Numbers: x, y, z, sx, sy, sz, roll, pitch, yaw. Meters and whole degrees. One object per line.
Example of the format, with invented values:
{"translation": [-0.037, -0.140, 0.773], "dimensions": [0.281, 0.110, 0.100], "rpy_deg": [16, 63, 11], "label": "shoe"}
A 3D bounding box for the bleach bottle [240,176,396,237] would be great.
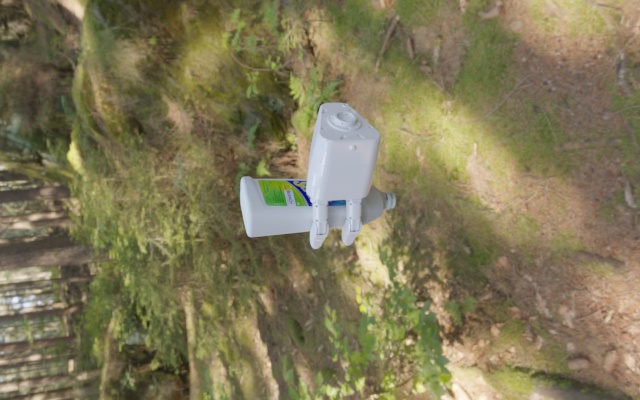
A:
{"translation": [0.000, 0.003, 0.786], "dimensions": [0.251, 0.068, 0.102], "rpy_deg": [-4, 42, -16], "label": "bleach bottle"}
